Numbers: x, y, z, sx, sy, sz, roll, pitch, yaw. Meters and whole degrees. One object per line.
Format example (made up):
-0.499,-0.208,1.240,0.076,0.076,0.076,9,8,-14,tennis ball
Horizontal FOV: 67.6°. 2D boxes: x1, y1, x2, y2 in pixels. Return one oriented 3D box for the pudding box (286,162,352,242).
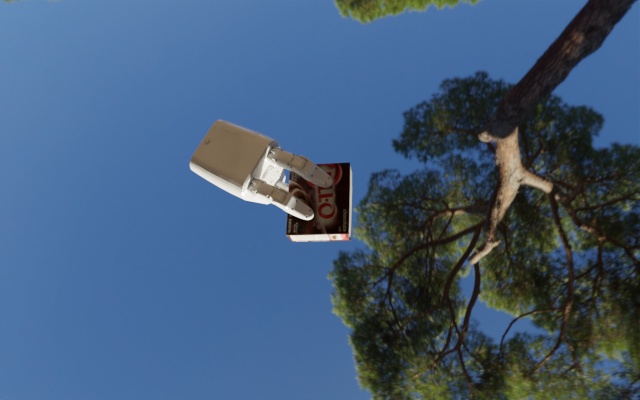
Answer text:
0.000,0.002,0.691,0.090,0.113,0.039,-3,-20,11,pudding box
